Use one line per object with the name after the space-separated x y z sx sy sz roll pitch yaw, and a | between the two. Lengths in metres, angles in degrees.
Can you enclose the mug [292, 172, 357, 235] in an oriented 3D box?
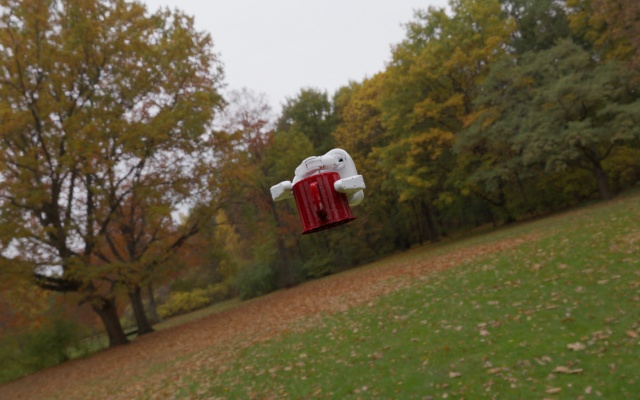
0.000 0.002 0.759 0.093 0.081 0.117 -18 -8 8 | mug
